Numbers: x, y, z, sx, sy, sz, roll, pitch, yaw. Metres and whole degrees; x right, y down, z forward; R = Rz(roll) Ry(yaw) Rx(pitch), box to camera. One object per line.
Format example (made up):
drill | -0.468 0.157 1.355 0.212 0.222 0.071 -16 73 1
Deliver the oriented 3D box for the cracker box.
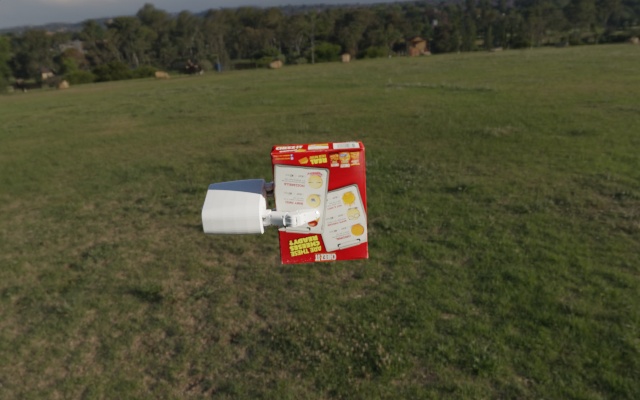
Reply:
cracker box | 0.000 0.003 0.878 0.164 0.214 0.072 -4 20 1
